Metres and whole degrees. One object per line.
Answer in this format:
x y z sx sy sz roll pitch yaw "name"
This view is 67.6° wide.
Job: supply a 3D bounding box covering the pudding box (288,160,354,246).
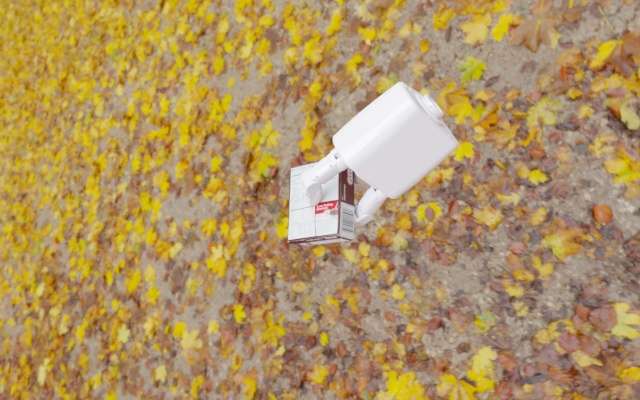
0.000 0.002 0.654 0.090 0.113 0.039 -11 -21 37 "pudding box"
